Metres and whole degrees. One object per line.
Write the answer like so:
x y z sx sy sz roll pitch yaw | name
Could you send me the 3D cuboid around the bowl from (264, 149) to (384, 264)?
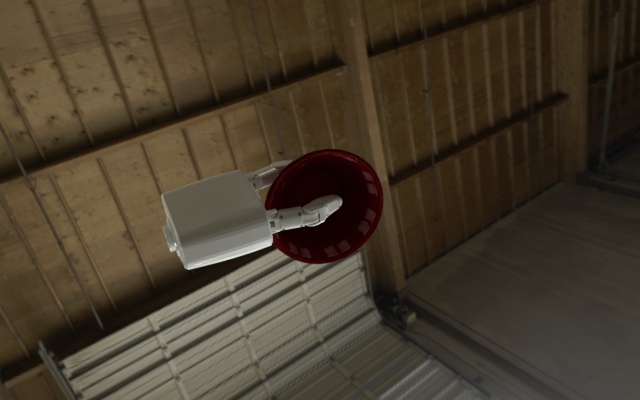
0.001 0.002 0.640 0.162 0.162 0.055 0 22 -17 | bowl
